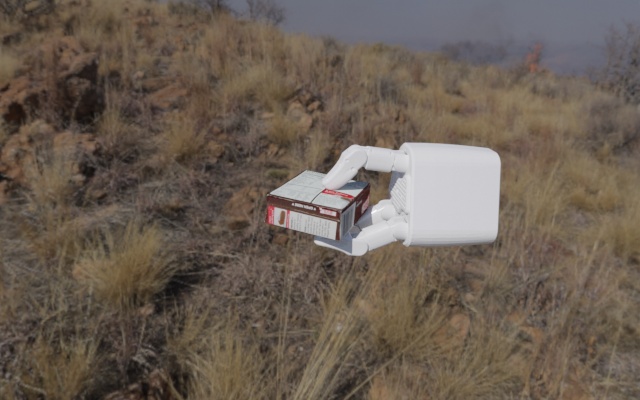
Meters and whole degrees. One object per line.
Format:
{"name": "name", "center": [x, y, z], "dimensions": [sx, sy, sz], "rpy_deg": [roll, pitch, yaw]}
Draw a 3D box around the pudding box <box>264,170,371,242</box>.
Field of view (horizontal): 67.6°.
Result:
{"name": "pudding box", "center": [0.000, 0.002, 0.551], "dimensions": [0.090, 0.039, 0.113], "rpy_deg": [12, 20, 18]}
